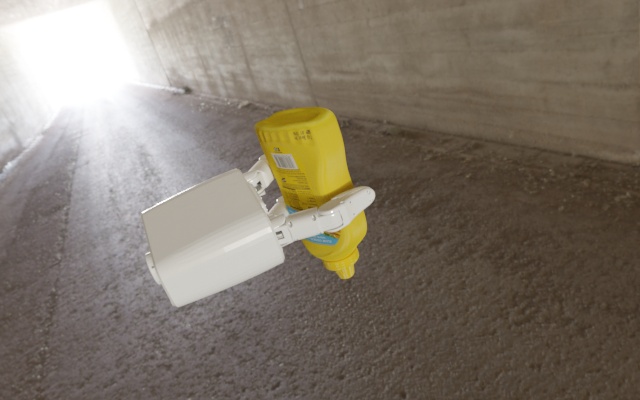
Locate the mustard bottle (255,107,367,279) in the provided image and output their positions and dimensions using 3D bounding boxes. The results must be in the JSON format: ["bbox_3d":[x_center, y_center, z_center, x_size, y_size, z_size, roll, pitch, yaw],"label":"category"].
[{"bbox_3d":[0.000,0.001,0.497,0.096,0.192,0.058,9,36,46],"label":"mustard bottle"}]
